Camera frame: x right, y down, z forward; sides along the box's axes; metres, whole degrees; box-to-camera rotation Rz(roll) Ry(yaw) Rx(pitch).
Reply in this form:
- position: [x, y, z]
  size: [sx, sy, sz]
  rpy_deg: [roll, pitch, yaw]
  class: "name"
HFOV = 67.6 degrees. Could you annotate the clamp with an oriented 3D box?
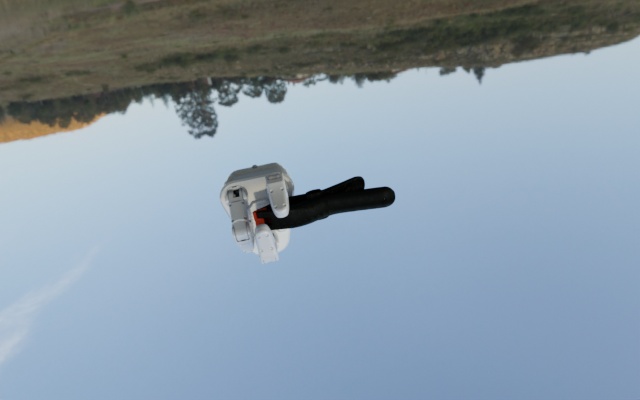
- position: [0.000, 0.003, 0.611]
  size: [0.171, 0.039, 0.120]
  rpy_deg: [-11, 7, -4]
  class: "clamp"
